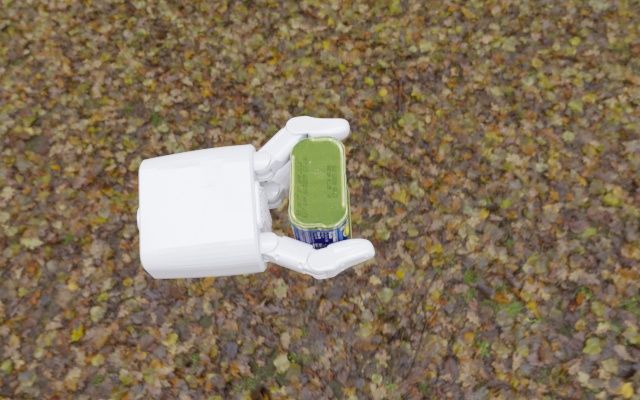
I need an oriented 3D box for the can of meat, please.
[{"bbox_3d":[0.000,0.001,0.458,0.057,0.102,0.084,-3,-30,3],"label":"can of meat"}]
